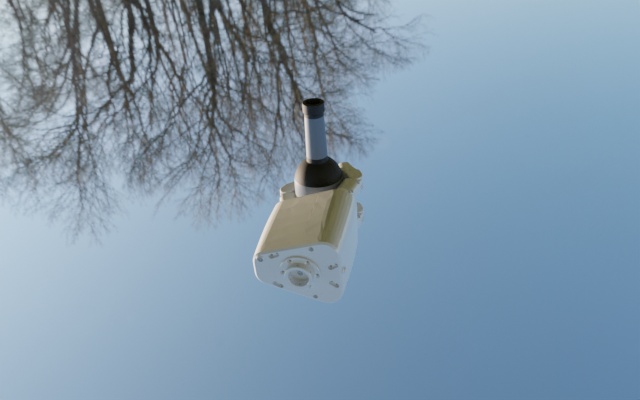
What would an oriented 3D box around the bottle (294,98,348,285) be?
[{"bbox_3d":[0.000,0.002,0.665,0.069,0.296,0.069,-3,33,2],"label":"bottle"}]
